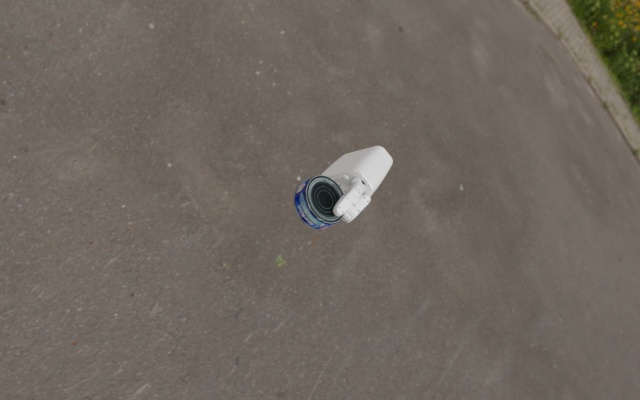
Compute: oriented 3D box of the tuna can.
[{"bbox_3d":[0.000,0.002,0.781,0.086,0.086,0.034,0,-19,-40],"label":"tuna can"}]
